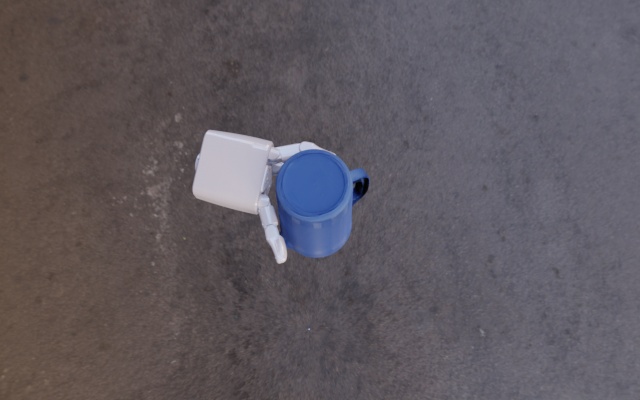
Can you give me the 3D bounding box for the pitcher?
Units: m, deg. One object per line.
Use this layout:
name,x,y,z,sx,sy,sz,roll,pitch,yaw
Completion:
pitcher,0.000,0.003,0.768,0.145,0.149,0.243,13,-15,3
